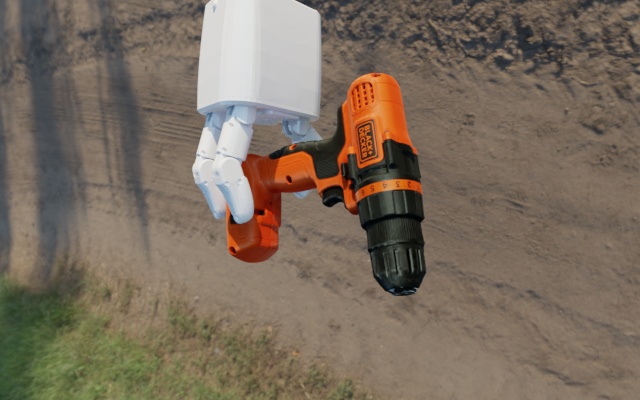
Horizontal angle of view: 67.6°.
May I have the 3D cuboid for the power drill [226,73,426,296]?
[{"bbox_3d":[0.000,0.001,0.420,0.188,0.184,0.057,-18,-24,32],"label":"power drill"}]
